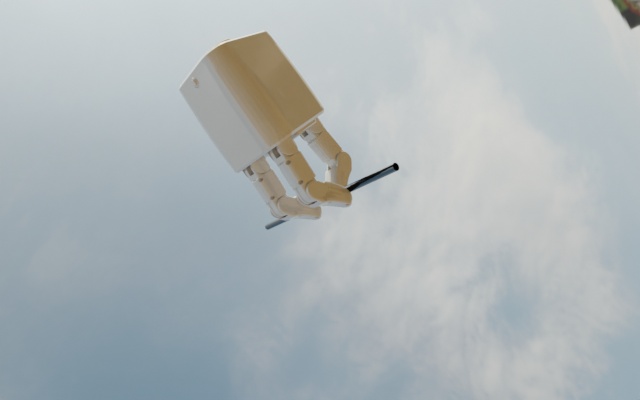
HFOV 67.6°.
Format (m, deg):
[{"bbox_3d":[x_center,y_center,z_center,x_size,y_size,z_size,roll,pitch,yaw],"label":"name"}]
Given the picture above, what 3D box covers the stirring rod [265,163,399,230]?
[{"bbox_3d":[0.000,0.002,0.529,0.011,0.011,0.239,0,-16,-36],"label":"stirring rod"}]
